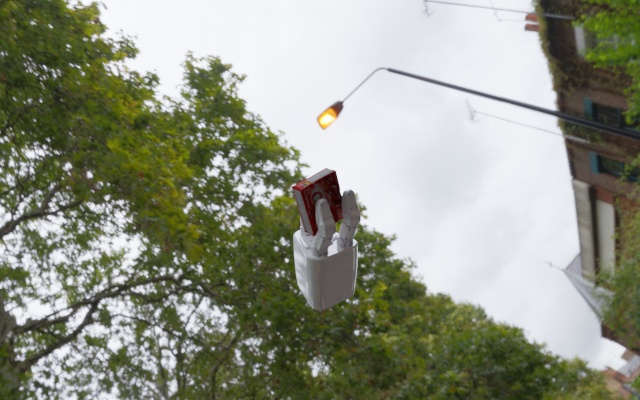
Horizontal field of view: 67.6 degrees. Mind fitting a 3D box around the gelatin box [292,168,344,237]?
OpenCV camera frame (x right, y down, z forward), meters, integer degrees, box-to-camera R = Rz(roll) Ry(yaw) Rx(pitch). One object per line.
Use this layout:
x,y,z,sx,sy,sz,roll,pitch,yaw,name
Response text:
0.000,0.002,0.772,0.073,0.089,0.030,-30,30,-27,gelatin box
